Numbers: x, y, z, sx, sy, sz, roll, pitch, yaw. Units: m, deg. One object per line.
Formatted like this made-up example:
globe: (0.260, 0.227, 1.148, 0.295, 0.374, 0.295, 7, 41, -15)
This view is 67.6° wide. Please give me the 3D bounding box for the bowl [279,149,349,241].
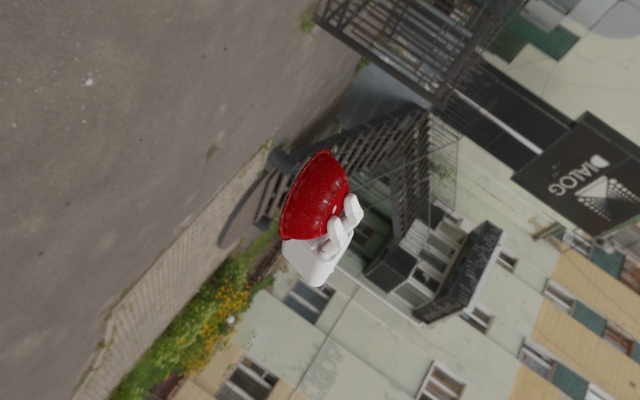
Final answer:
bowl: (0.000, 0.002, 0.750, 0.055, 0.162, 0.162, 26, 8, 16)
